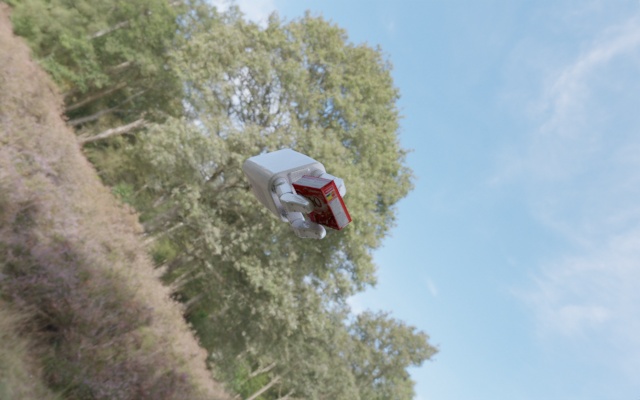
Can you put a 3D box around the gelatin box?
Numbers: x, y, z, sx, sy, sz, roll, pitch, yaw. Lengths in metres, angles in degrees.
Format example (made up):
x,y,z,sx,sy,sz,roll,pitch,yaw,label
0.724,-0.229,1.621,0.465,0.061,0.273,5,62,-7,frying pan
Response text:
x,y,z,sx,sy,sz,roll,pitch,yaw,label
0.001,0.002,0.728,0.030,0.073,0.089,-35,24,-24,gelatin box
